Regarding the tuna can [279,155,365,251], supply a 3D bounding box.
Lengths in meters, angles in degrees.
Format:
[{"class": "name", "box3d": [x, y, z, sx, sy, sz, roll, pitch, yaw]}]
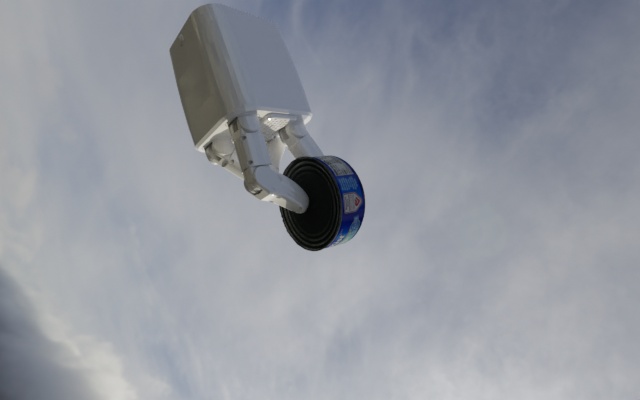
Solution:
[{"class": "tuna can", "box3d": [0.001, 0.001, 0.439, 0.034, 0.086, 0.086, -9, 6, -41]}]
